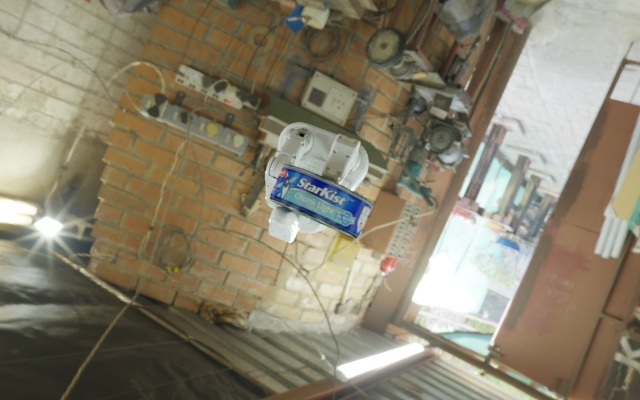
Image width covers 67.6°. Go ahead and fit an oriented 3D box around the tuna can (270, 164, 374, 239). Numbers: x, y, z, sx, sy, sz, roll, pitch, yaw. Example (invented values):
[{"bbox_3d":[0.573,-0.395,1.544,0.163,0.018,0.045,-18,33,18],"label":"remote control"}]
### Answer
[{"bbox_3d":[0.000,0.002,0.414,0.086,0.034,0.086,24,-4,2],"label":"tuna can"}]
